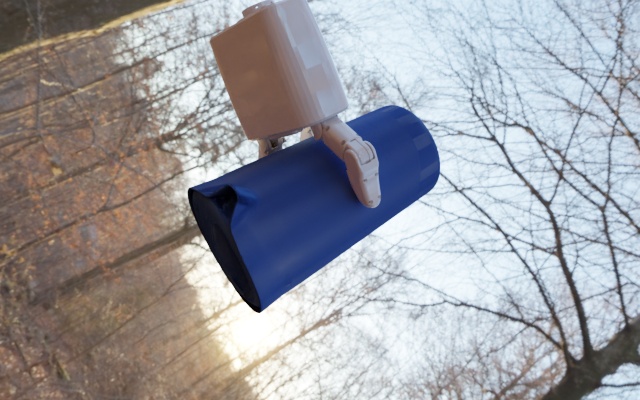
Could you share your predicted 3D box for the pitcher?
[{"bbox_3d":[0.000,0.001,0.494,0.243,0.145,0.149,-29,16,-22],"label":"pitcher"}]
